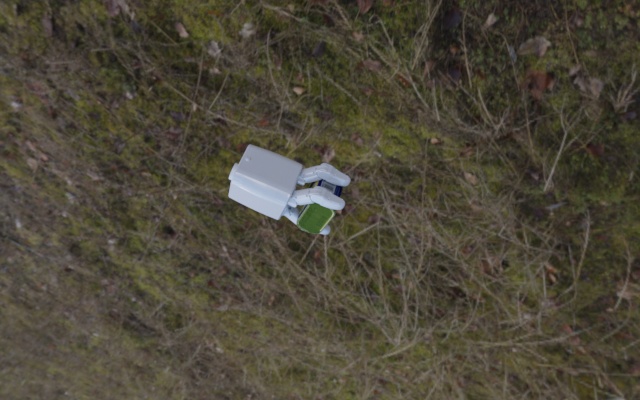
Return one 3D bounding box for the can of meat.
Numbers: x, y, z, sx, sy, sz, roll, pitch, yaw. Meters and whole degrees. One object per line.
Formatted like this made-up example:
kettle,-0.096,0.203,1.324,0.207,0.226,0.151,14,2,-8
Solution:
can of meat,0.000,0.003,0.887,0.057,0.084,0.102,25,-40,-8
